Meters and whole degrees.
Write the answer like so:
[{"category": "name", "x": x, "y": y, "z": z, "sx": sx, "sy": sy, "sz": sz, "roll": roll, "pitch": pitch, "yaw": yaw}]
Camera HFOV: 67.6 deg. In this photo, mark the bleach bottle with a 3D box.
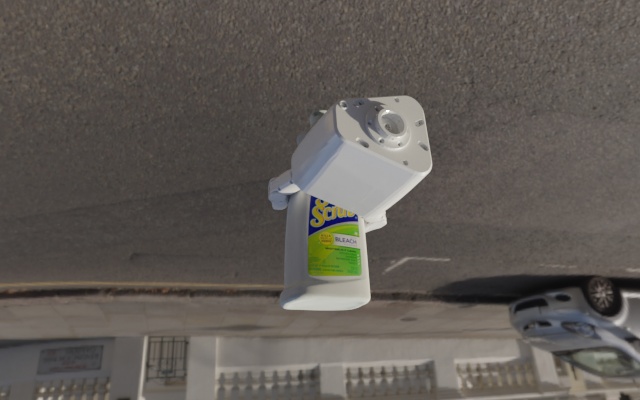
[{"category": "bleach bottle", "x": 0.000, "y": 0.002, "z": 0.580, "sx": 0.102, "sy": 0.250, "sz": 0.068, "roll": 6, "pitch": -25, "yaw": -21}]
